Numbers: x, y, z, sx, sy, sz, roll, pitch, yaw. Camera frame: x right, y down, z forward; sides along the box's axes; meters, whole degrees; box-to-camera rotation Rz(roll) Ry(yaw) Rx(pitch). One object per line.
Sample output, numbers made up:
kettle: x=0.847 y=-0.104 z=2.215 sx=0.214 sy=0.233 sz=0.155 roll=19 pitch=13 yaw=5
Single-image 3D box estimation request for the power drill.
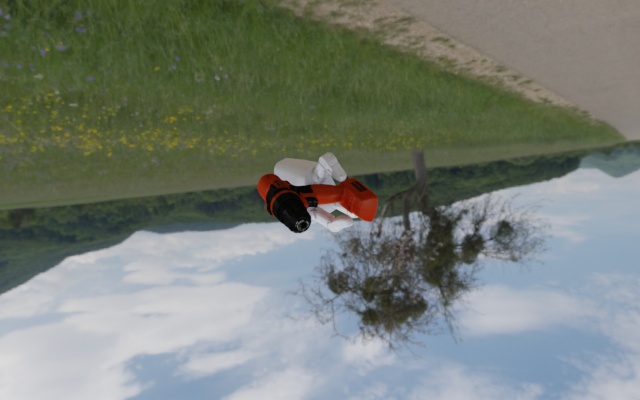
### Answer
power drill: x=0.000 y=0.003 z=0.819 sx=0.187 sy=0.057 sz=0.184 roll=2 pitch=23 yaw=-26
